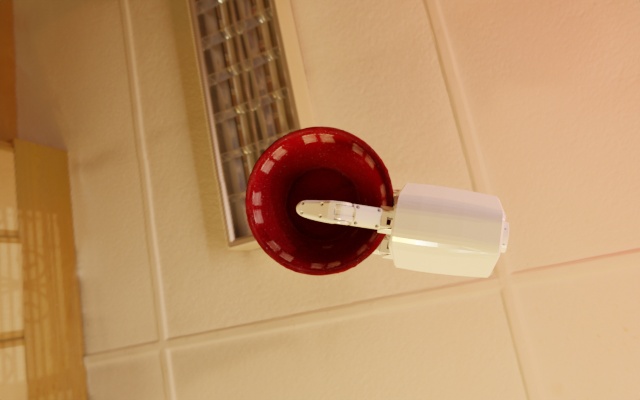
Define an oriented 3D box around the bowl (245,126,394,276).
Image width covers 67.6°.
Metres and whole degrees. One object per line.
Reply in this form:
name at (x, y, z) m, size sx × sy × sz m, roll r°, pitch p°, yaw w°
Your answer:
bowl at (-0.001, 0.001, 0.538) m, size 0.162 × 0.162 × 0.055 m, roll 0°, pitch -5°, yaw 5°
